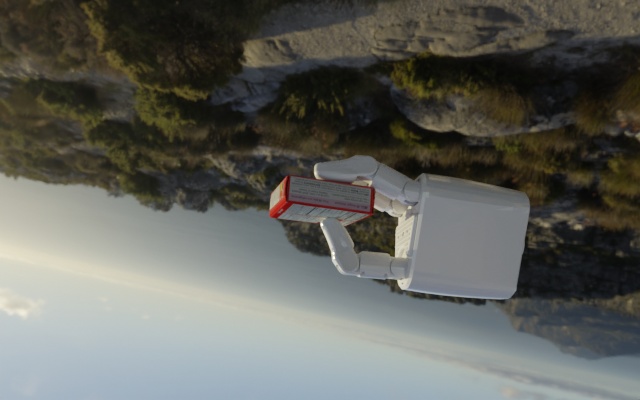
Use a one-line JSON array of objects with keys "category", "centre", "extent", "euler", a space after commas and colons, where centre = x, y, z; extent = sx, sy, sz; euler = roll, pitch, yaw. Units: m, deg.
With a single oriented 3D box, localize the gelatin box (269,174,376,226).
[{"category": "gelatin box", "centre": [0.000, 0.002, 0.475], "extent": [0.089, 0.030, 0.073], "euler": [7, -14, -16]}]
